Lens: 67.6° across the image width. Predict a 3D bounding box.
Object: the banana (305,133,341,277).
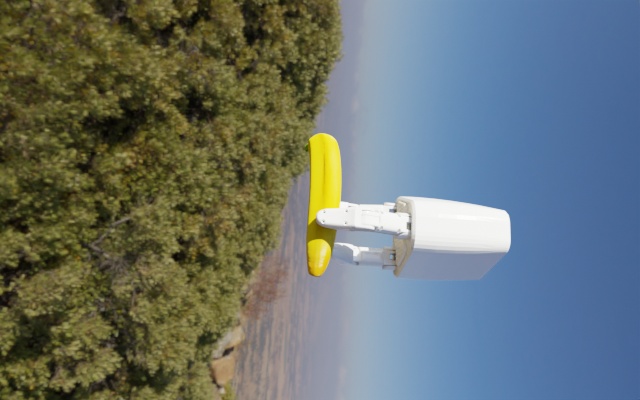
[{"bbox_3d":[0.003,-0.012,0.547,0.037,0.197,0.070,5,-38,-7],"label":"banana"}]
